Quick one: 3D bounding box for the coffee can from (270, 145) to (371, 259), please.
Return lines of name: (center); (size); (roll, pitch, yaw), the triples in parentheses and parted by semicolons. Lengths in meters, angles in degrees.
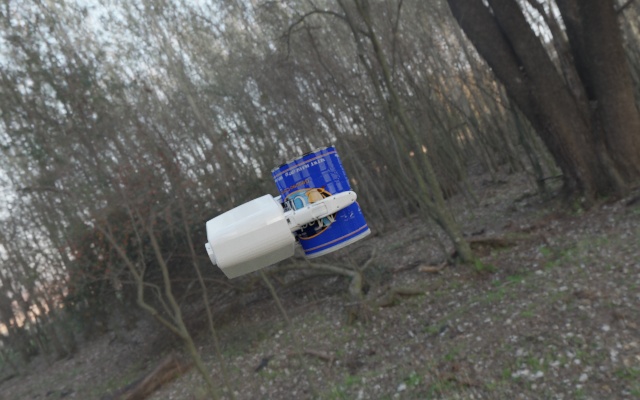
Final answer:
coffee can: (0.000, 0.002, 0.703); (0.103, 0.140, 0.103); (-22, 0, 0)
